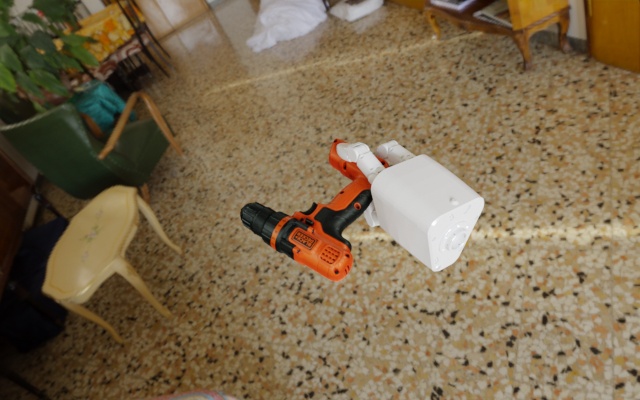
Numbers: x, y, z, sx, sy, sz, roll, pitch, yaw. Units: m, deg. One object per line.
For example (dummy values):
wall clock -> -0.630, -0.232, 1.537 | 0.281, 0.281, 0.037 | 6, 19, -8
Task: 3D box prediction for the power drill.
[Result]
power drill -> 0.001, 0.002, 0.682 | 0.184, 0.187, 0.057 | 29, -19, 23
